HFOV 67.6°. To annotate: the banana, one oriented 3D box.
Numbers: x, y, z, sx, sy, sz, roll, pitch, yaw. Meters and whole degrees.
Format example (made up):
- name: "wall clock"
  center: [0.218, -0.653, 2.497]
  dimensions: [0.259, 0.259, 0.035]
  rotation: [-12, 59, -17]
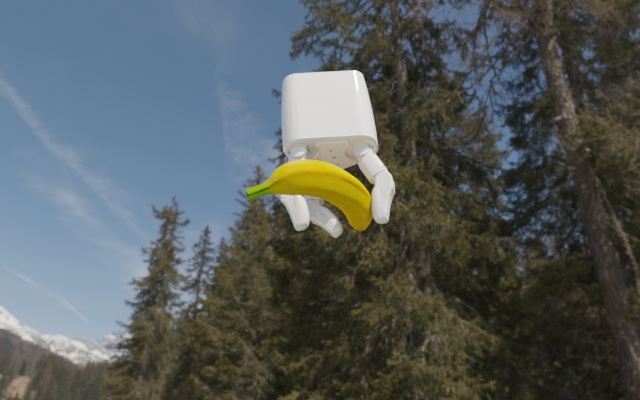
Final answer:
- name: "banana"
  center: [0.012, -0.006, 0.525]
  dimensions: [0.070, 0.037, 0.198]
  rotation: [-28, -31, 32]
